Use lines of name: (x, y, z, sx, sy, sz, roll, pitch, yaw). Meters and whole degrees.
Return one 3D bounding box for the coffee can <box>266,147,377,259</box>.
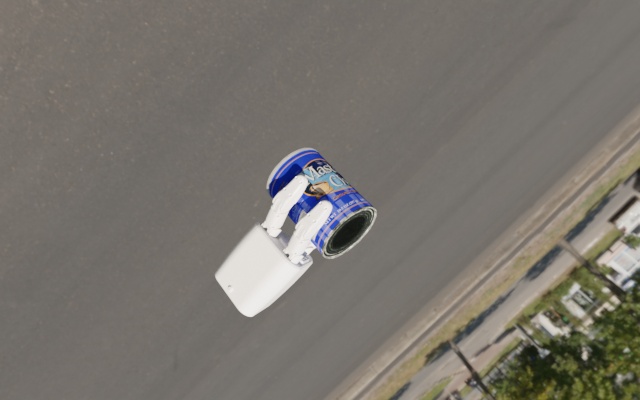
coffee can: (0.000, 0.002, 0.718, 0.140, 0.103, 0.103, 47, 25, 26)
